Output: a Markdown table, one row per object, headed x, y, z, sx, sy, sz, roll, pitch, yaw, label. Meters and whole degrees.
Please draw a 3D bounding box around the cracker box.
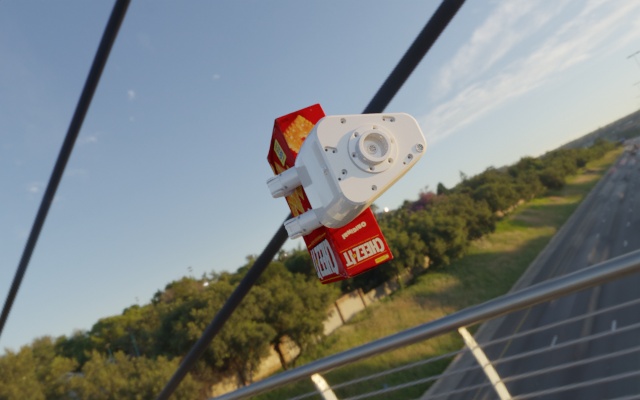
| x | y | z | sx | sy | sz | roll | pitch | yaw | label |
| --- | --- | --- | --- | --- | --- | --- | --- | --- | --- |
| 0.000 | 0.002 | 0.647 | 0.072 | 0.213 | 0.164 | -22 | -8 | -14 | cracker box |
